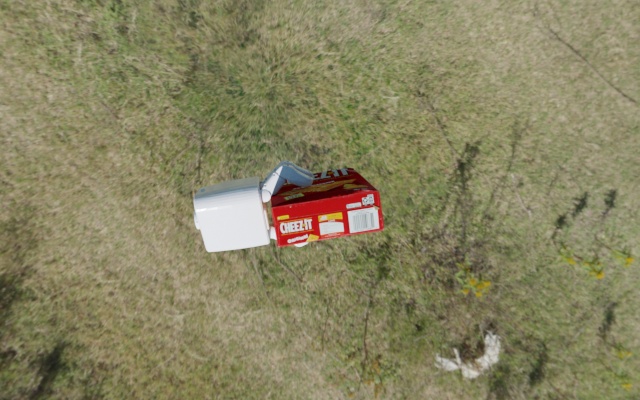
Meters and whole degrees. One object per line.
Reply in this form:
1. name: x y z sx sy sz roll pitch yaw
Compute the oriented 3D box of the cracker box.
1. cracker box: 0.000 0.003 0.800 0.164 0.072 0.213 -9 14 -4
